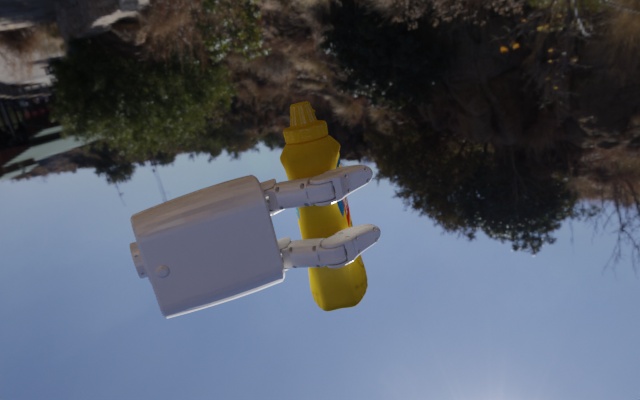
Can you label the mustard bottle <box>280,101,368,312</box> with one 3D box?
[{"bbox_3d":[0.000,0.002,0.461,0.058,0.192,0.096,-11,16,7],"label":"mustard bottle"}]
